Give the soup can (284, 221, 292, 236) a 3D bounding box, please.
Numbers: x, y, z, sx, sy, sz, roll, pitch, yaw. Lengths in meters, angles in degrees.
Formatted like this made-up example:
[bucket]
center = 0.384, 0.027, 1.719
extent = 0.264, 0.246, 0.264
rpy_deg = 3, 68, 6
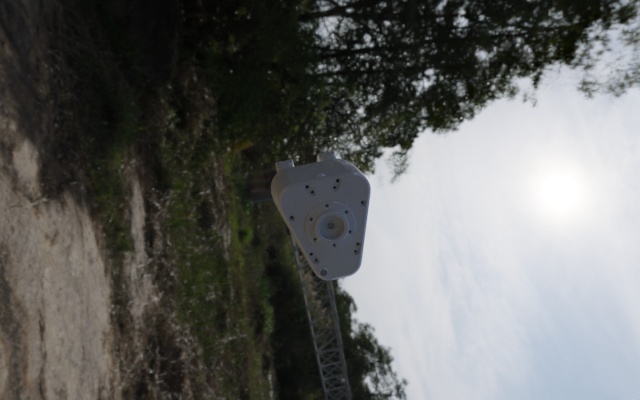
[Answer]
[soup can]
center = 0.000, 0.002, 0.613
extent = 0.102, 0.068, 0.068
rpy_deg = -12, 1, -5
